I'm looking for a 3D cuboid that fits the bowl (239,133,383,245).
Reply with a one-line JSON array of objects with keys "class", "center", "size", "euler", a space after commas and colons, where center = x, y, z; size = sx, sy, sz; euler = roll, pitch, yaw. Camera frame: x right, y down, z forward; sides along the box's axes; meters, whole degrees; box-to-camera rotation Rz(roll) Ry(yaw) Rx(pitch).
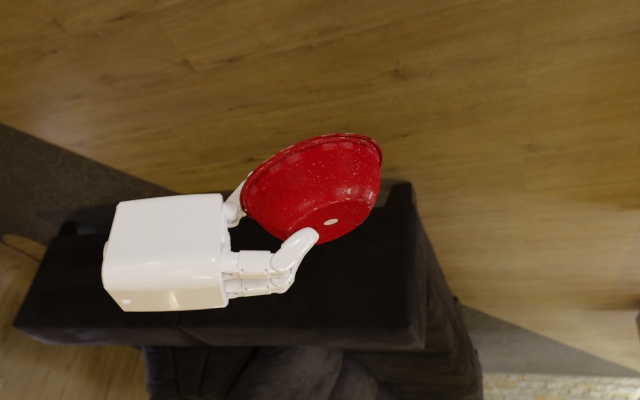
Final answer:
[{"class": "bowl", "center": [0.001, 0.002, 0.500], "size": [0.162, 0.055, 0.162], "euler": [-18, -26, -9]}]
